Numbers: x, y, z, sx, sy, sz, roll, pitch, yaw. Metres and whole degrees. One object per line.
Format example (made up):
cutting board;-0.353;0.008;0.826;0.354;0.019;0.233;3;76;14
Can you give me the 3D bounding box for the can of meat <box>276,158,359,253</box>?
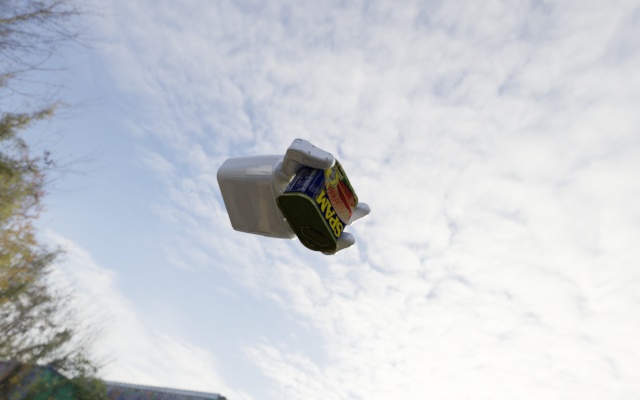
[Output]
can of meat;0.000;0.002;0.614;0.057;0.102;0.084;-1;43;35
